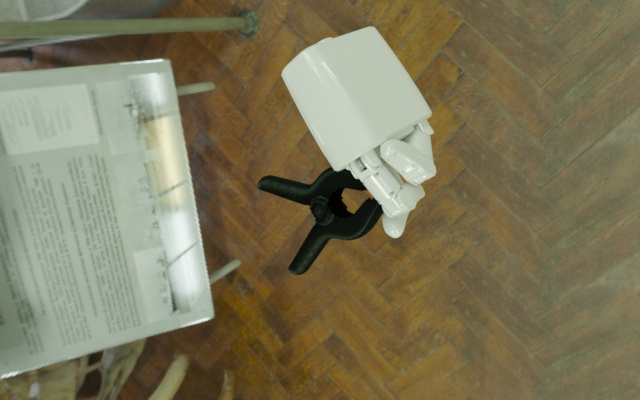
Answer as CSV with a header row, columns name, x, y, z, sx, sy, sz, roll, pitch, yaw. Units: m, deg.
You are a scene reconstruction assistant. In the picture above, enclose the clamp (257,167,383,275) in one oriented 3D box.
name,x,y,z,sx,sy,sz,roll,pitch,yaw
clamp,0.000,0.002,0.514,0.171,0.120,0.039,-32,-2,36
